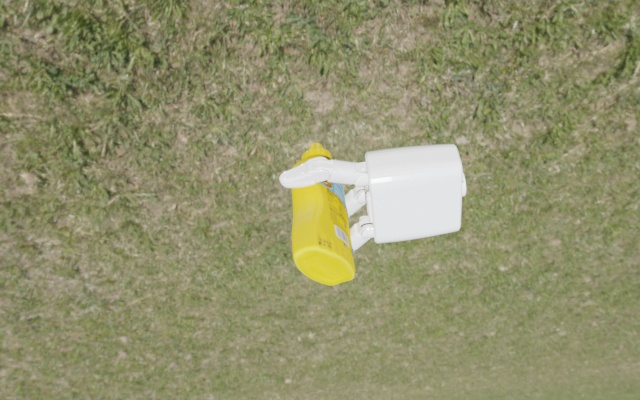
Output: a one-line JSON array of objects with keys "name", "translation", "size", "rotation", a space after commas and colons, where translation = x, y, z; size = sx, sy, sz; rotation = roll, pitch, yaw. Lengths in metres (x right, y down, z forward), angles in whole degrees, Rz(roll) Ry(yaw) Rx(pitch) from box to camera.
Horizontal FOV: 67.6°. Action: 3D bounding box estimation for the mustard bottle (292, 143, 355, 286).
[{"name": "mustard bottle", "translation": [0.000, 0.002, 0.596], "size": [0.058, 0.191, 0.096], "rotation": [-22, -40, 23]}]
